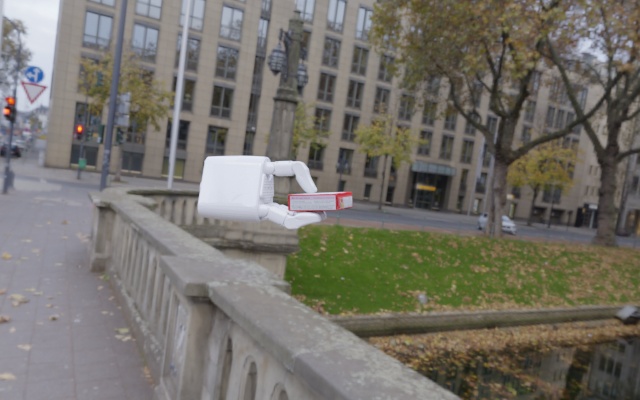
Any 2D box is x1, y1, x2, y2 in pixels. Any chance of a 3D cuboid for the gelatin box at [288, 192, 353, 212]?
[{"bbox_3d":[0.000,0.002,0.795,0.089,0.030,0.073,-2,2,23],"label":"gelatin box"}]
